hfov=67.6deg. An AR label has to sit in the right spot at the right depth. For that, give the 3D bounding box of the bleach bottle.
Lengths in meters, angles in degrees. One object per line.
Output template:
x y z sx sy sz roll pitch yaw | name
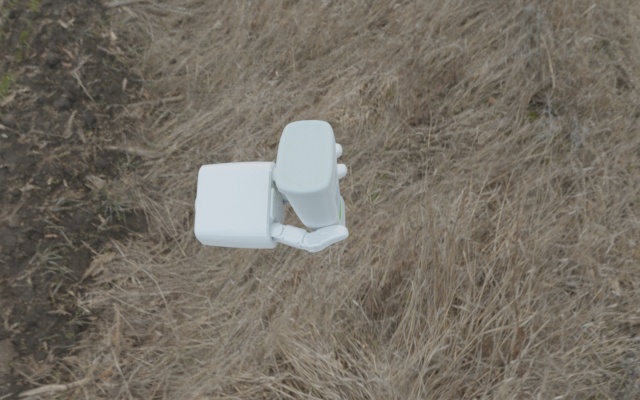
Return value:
0.000 0.002 0.652 0.068 0.102 0.251 0 -27 9 | bleach bottle
